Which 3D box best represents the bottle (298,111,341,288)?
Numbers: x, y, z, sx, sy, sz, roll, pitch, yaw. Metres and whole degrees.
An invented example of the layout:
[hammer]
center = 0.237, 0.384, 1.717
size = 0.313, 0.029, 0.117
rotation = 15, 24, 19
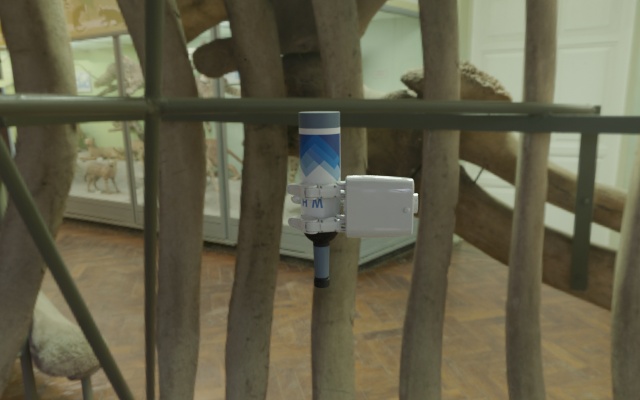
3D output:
[bottle]
center = 0.000, 0.002, 0.793
size = 0.069, 0.296, 0.069
rotation = -1, 12, 0
